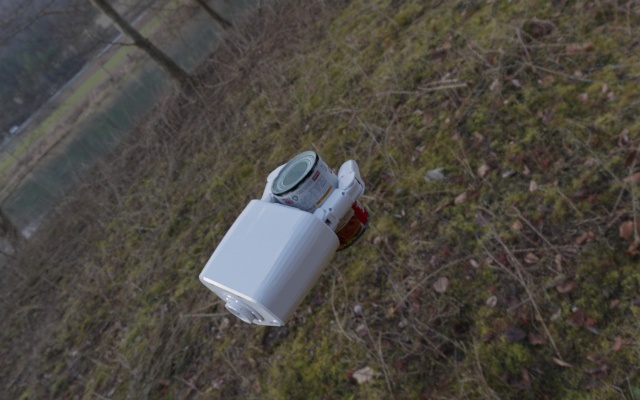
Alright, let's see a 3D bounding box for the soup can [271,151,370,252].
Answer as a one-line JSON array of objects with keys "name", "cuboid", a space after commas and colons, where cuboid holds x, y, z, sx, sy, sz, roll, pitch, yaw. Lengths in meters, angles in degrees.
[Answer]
[{"name": "soup can", "cuboid": [0.000, 0.001, 0.546, 0.102, 0.068, 0.068, 47, -26, -27]}]
